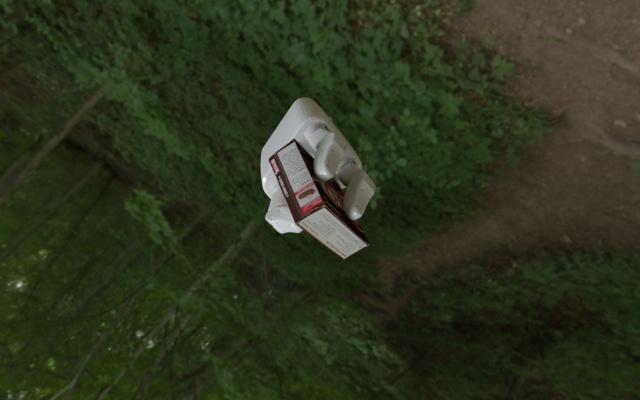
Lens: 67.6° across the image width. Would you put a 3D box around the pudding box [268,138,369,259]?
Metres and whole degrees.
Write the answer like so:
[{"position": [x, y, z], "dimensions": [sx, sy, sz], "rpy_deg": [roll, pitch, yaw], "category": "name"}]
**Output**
[{"position": [0.000, 0.002, 0.495], "dimensions": [0.039, 0.090, 0.113], "rpy_deg": [-35, -35, 12], "category": "pudding box"}]
